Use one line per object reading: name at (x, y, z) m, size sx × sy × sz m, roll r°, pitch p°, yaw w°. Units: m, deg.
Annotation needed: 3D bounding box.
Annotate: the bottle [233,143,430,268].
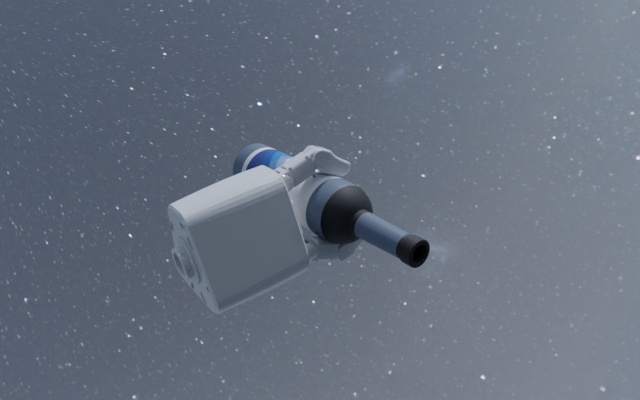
bottle at (0.000, 0.002, 0.531) m, size 0.069 × 0.069 × 0.295 m, roll 0°, pitch 18°, yaw -39°
